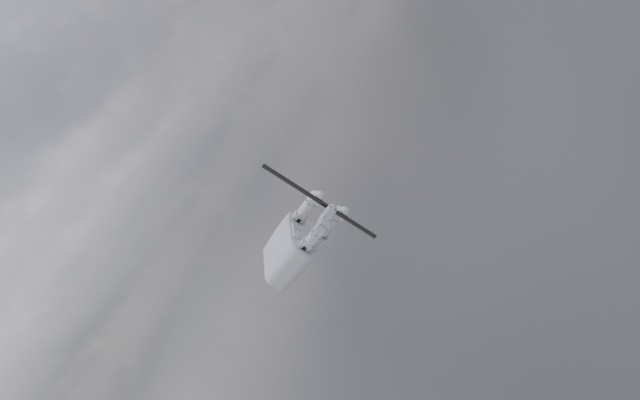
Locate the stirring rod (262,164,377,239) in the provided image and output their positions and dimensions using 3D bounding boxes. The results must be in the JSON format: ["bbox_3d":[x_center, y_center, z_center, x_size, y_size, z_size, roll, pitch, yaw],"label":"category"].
[{"bbox_3d":[0.000,0.003,0.846,0.239,0.011,0.011,32,-7,-11],"label":"stirring rod"}]
